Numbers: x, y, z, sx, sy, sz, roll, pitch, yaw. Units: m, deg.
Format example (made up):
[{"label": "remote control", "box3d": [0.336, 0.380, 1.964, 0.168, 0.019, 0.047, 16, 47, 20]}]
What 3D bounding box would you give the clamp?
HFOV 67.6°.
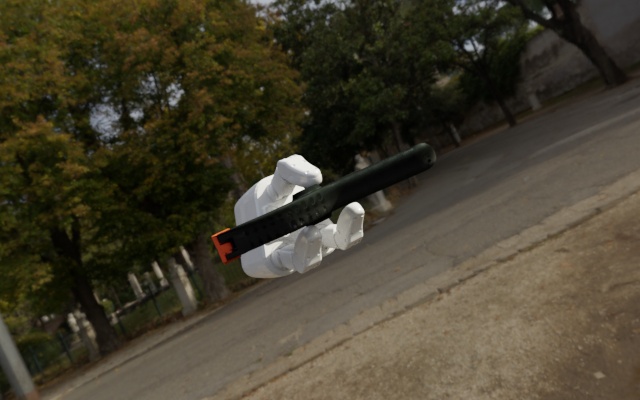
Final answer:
[{"label": "clamp", "box3d": [-0.001, 0.001, 0.460, 0.210, 0.036, 0.164, -25, 1, -28]}]
